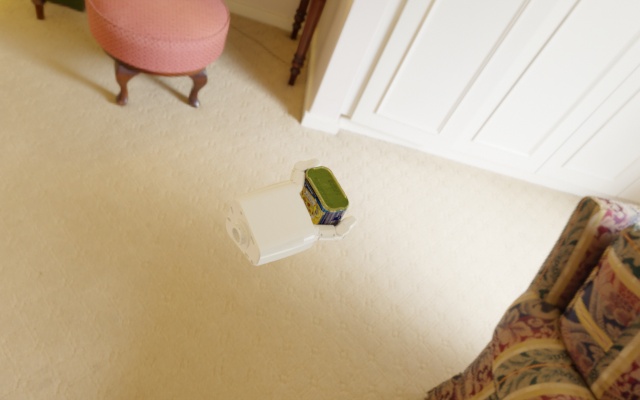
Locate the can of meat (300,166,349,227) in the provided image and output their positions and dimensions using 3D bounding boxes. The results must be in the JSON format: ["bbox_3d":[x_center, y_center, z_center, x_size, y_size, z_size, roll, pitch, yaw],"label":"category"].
[{"bbox_3d":[0.000,0.003,0.837,0.057,0.102,0.084,-13,-32,-30],"label":"can of meat"}]
